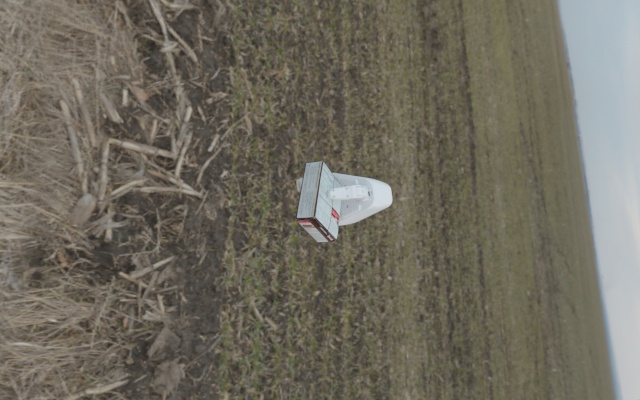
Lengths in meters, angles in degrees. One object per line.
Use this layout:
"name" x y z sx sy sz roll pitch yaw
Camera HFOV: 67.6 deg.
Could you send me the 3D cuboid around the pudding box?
"pudding box" 0.000 0.003 0.805 0.039 0.113 0.090 -8 -33 25
